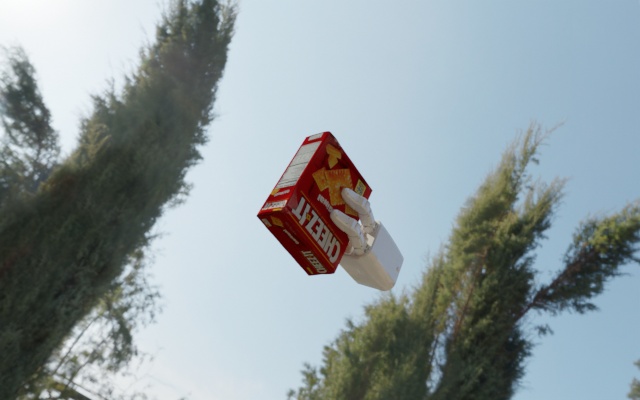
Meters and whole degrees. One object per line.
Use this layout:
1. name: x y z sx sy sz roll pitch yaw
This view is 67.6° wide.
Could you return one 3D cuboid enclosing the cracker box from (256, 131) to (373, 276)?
1. cracker box: 0.000 0.003 0.871 0.072 0.213 0.164 -11 -52 40
